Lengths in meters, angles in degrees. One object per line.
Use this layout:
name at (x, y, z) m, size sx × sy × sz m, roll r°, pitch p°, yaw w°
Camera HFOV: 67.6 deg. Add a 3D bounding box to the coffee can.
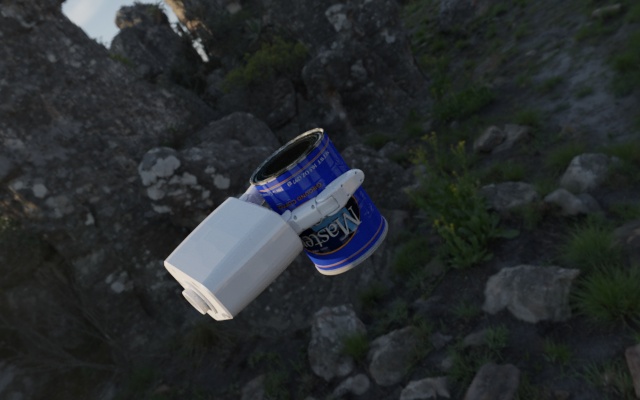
coffee can at (0.000, 0.002, 0.561) m, size 0.103 × 0.140 × 0.102 m, roll -32°, pitch 20°, yaw 13°
